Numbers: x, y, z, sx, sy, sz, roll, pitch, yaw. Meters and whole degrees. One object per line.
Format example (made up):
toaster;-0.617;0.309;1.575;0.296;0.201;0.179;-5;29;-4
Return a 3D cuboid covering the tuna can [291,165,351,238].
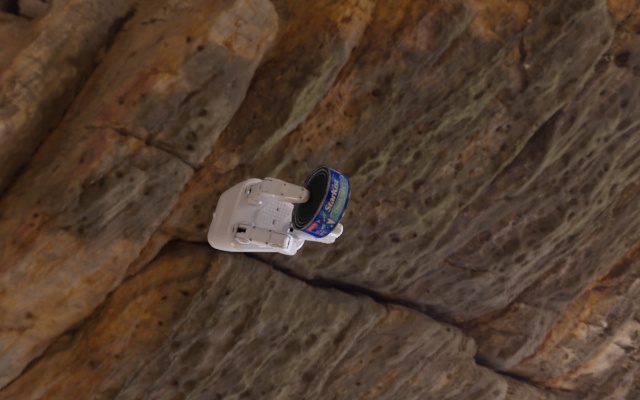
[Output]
tuna can;0.001;0.002;0.584;0.034;0.086;0.086;25;-10;-22
